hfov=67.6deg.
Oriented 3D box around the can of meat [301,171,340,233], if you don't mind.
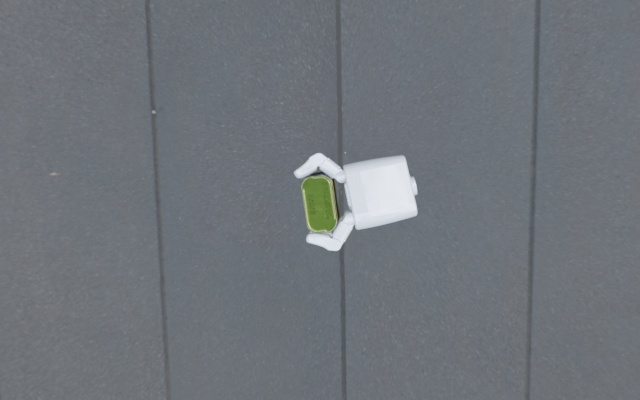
[{"bbox_3d":[0.000,0.003,0.827,0.057,0.102,0.084,-8,5,3],"label":"can of meat"}]
